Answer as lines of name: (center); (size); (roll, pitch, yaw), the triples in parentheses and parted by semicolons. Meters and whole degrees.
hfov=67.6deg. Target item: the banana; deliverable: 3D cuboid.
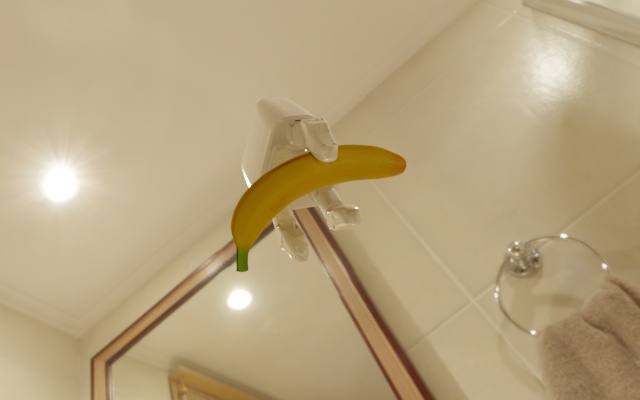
banana: (-0.011, -0.012, 0.461); (0.198, 0.070, 0.037); (-31, 22, -8)
